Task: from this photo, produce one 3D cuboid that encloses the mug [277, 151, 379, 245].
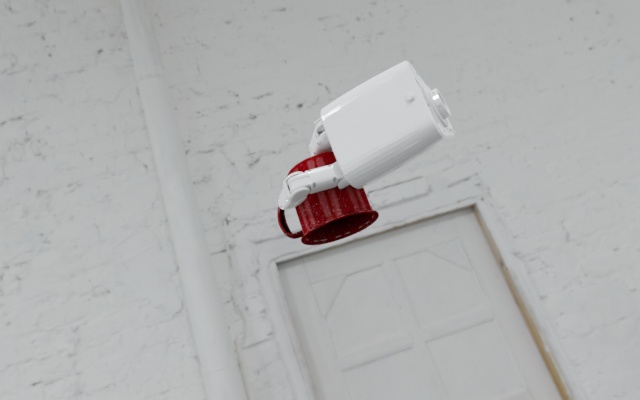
[{"bbox_3d":[-0.001,0.002,0.557,0.117,0.081,0.093,-27,-20,23],"label":"mug"}]
